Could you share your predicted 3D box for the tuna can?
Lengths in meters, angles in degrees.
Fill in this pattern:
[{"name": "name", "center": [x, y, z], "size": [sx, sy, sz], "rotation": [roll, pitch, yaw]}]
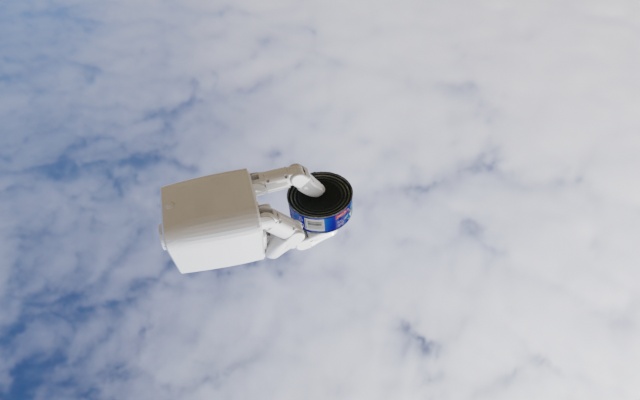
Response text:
[{"name": "tuna can", "center": [0.000, 0.002, 0.627], "size": [0.086, 0.034, 0.086], "rotation": [-3, 45, 2]}]
